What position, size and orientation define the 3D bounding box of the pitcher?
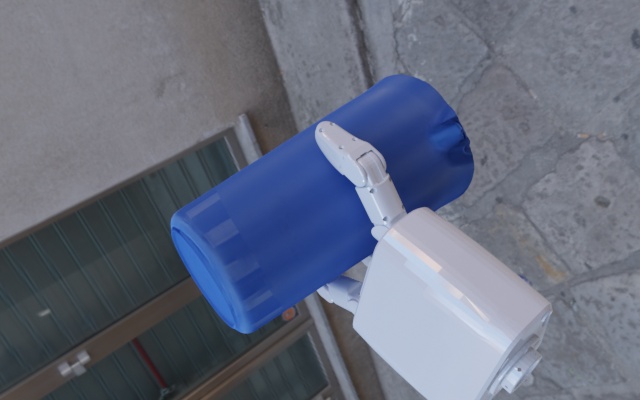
[{"bbox_3d":[0.000,0.001,0.417,0.242,0.149,0.145,-33,54,-24],"label":"pitcher"}]
